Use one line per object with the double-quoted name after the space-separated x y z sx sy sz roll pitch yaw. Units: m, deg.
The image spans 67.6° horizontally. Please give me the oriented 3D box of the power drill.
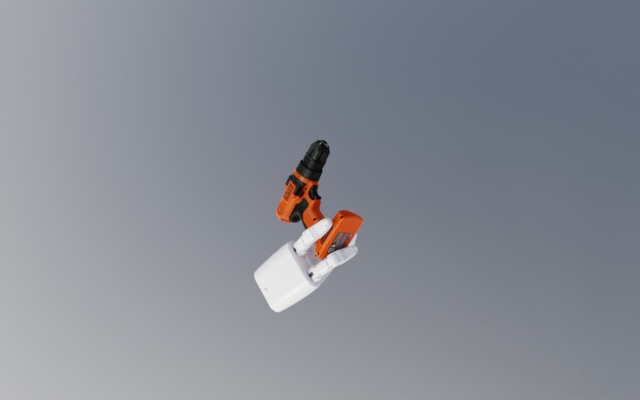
0.000 0.003 0.891 0.057 0.184 0.187 6 32 -39 "power drill"
